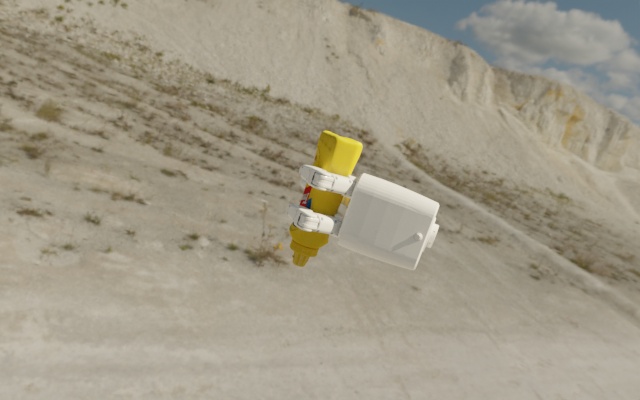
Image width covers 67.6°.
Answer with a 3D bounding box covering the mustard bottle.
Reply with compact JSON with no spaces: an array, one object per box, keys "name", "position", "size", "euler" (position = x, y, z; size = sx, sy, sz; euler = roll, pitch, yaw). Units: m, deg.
[{"name":"mustard bottle","position":[0.000,0.002,0.665],"size":[0.058,0.191,0.096],"euler":[17,9,-12]}]
